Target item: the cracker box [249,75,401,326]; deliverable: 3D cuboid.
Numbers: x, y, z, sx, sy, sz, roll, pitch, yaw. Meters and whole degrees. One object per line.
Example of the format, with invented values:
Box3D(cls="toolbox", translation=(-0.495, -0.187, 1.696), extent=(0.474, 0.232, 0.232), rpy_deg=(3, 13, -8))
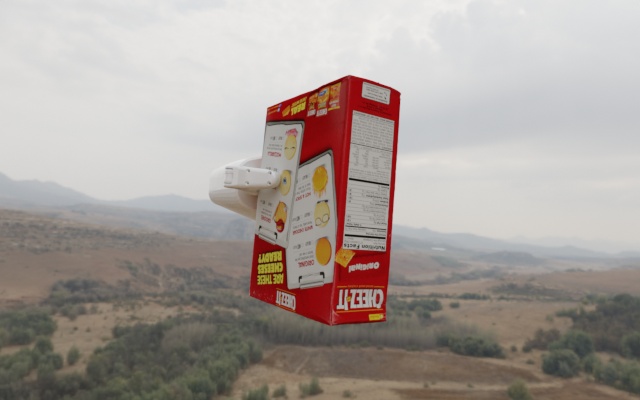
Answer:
Box3D(cls="cracker box", translation=(0.000, 0.001, 0.480), extent=(0.072, 0.213, 0.164), rpy_deg=(6, -4, -32))
